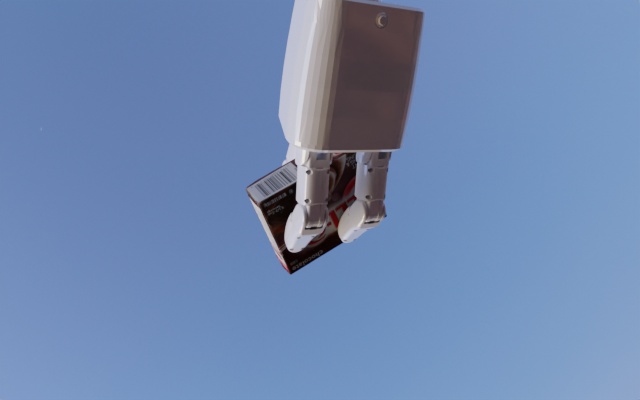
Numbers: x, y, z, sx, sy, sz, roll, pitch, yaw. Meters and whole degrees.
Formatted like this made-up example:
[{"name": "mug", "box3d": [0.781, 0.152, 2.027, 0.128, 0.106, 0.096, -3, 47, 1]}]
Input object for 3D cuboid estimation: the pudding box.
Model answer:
[{"name": "pudding box", "box3d": [0.000, 0.001, 0.433, 0.113, 0.090, 0.039, -29, 38, -12]}]
